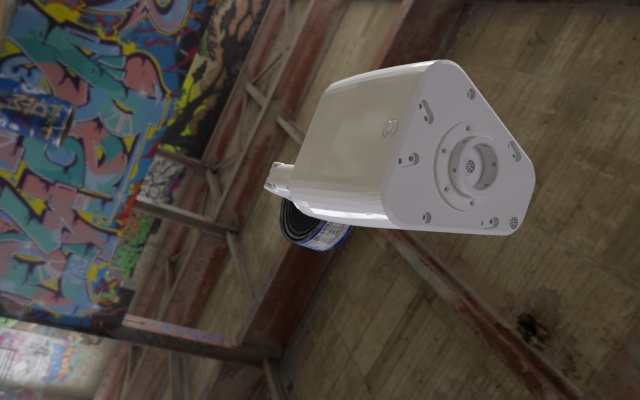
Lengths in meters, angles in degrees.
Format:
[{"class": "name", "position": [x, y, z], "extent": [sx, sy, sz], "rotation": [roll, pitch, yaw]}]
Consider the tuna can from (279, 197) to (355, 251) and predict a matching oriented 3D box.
[{"class": "tuna can", "position": [0.000, 0.002, 0.430], "extent": [0.034, 0.086, 0.086], "rotation": [21, -11, -30]}]
